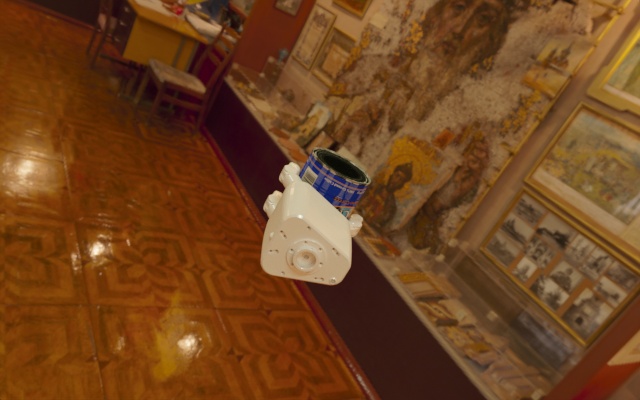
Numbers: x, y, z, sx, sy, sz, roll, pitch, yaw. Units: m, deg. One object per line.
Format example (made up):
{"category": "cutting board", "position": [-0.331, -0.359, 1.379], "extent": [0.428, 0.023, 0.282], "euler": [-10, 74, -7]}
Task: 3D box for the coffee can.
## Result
{"category": "coffee can", "position": [0.000, 0.003, 0.750], "extent": [0.103, 0.140, 0.102], "euler": [26, 21, -11]}
